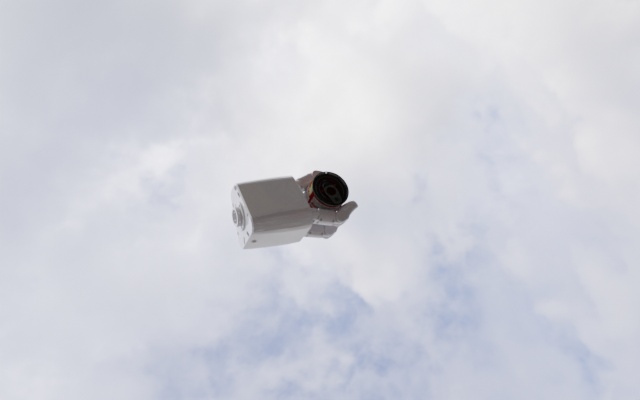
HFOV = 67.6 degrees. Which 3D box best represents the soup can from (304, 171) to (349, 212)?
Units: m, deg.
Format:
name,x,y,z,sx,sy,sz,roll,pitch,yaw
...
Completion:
name,x,y,z,sx,sy,sz,roll,pitch,yaw
soup can,0.000,0.003,0.857,0.068,0.068,0.102,0,-28,-23
